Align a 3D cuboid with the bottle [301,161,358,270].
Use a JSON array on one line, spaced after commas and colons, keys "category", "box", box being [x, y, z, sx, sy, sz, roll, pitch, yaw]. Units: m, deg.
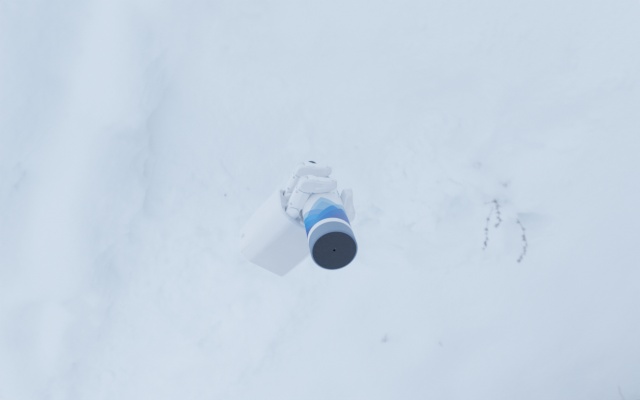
[{"category": "bottle", "box": [0.000, 0.003, 0.787, 0.069, 0.069, 0.295, 0, 27, -8]}]
